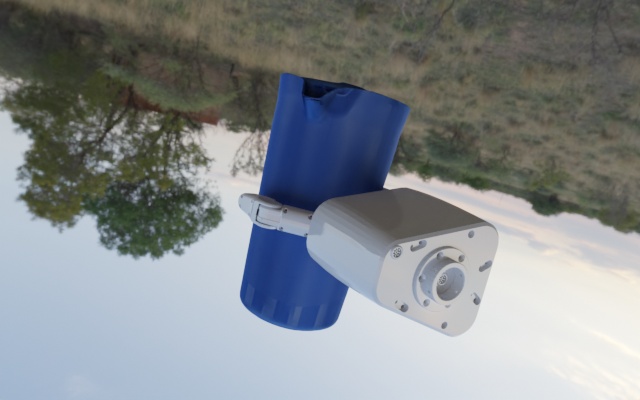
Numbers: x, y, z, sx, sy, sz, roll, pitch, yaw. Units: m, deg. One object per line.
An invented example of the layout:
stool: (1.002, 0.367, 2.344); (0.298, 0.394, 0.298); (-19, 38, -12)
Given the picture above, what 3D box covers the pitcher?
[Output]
pitcher: (0.000, 0.002, 0.500); (0.149, 0.243, 0.145); (11, 8, -27)
